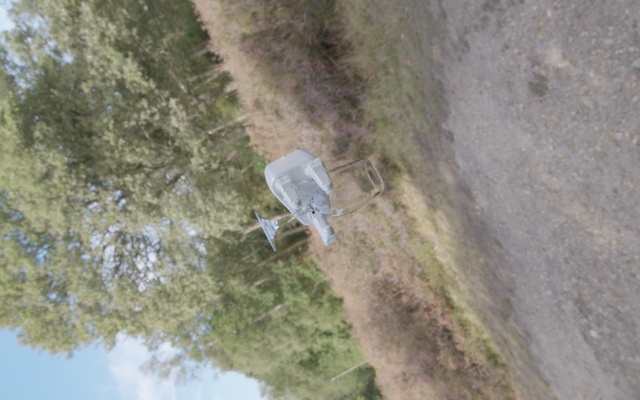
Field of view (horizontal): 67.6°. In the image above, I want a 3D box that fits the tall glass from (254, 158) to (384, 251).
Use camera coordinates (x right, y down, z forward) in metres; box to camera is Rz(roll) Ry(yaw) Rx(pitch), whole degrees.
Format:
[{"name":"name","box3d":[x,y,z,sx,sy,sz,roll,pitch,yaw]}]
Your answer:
[{"name":"tall glass","box3d":[0.000,0.003,0.765,0.201,0.079,0.079,-27,3,-6]}]
